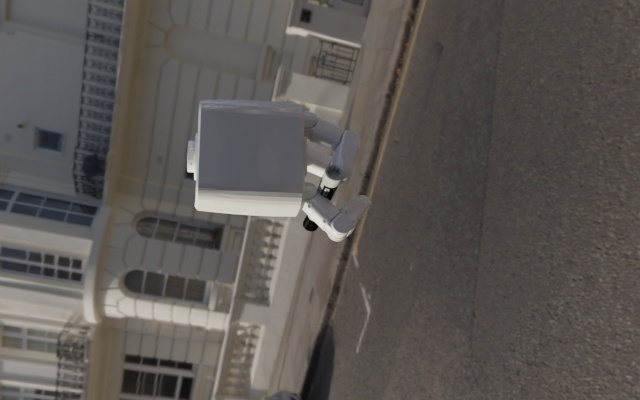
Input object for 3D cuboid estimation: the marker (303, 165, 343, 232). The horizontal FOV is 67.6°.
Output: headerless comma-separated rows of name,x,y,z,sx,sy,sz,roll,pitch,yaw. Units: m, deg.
marker,0.000,0.002,0.518,0.020,0.020,0.121,0,-29,-15
